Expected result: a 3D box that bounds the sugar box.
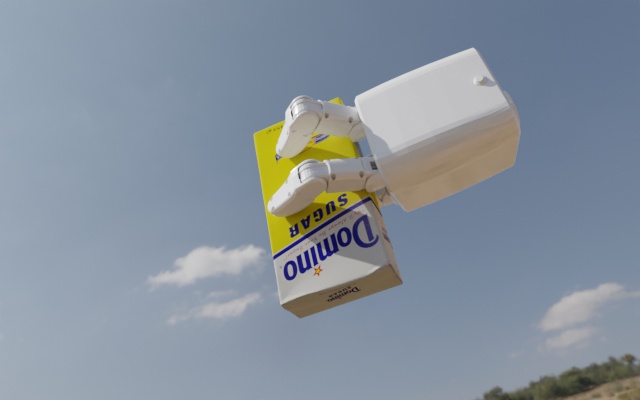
[{"bbox_3d":[0.000,0.001,0.412,0.093,0.176,0.048,-22,-36,12],"label":"sugar box"}]
